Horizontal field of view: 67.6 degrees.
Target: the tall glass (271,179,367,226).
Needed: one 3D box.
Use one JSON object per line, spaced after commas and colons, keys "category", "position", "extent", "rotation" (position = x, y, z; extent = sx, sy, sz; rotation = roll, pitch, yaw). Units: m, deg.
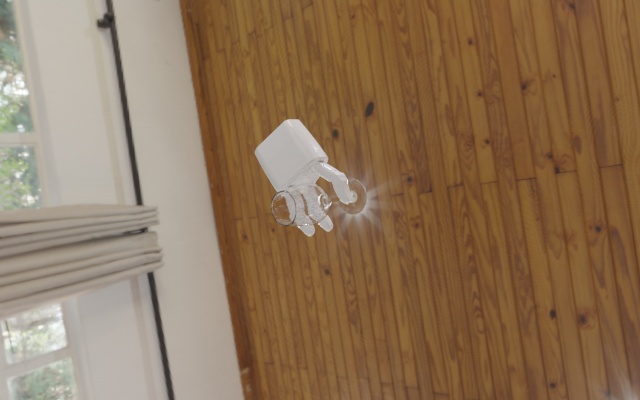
{"category": "tall glass", "position": [0.001, 0.003, 0.895], "extent": [0.079, 0.079, 0.201], "rotation": [0, 6, 40]}
